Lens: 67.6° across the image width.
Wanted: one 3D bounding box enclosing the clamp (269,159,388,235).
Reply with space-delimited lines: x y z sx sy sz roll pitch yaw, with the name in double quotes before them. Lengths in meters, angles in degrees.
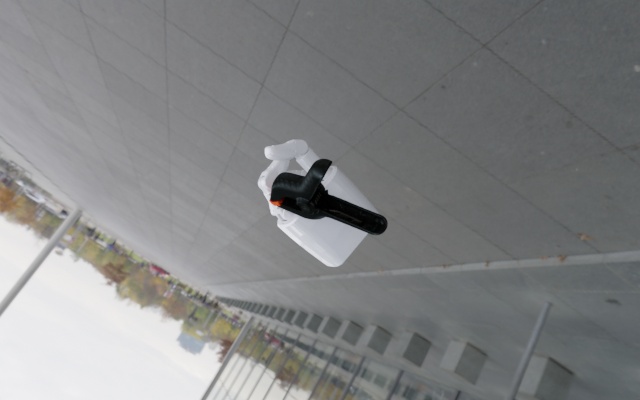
"clamp" 0.000 0.002 0.577 0.120 0.039 0.171 46 -22 -20
